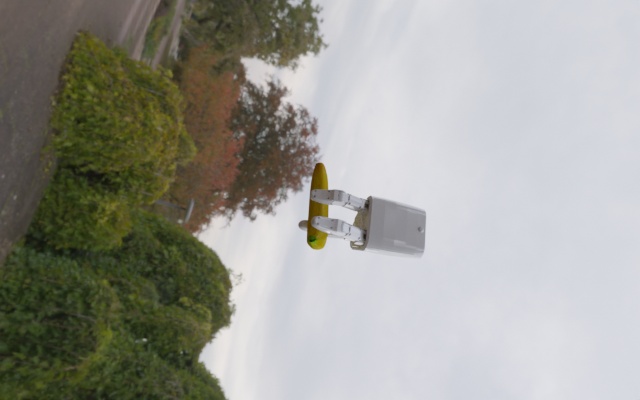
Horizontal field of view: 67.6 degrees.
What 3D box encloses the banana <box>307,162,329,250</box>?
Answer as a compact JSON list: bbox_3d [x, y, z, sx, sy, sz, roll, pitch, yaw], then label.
[{"bbox_3d":[-0.002,0.018,0.836,0.037,0.070,0.197,7,44,-4],"label":"banana"}]
